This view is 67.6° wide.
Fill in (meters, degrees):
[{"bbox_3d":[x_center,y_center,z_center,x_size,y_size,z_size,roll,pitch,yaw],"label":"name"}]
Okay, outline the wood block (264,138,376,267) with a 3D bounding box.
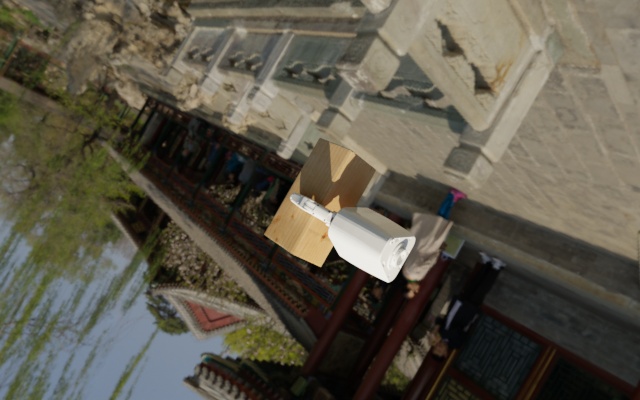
[{"bbox_3d":[0.000,0.003,0.878,0.090,0.206,0.091,28,-3,43],"label":"wood block"}]
